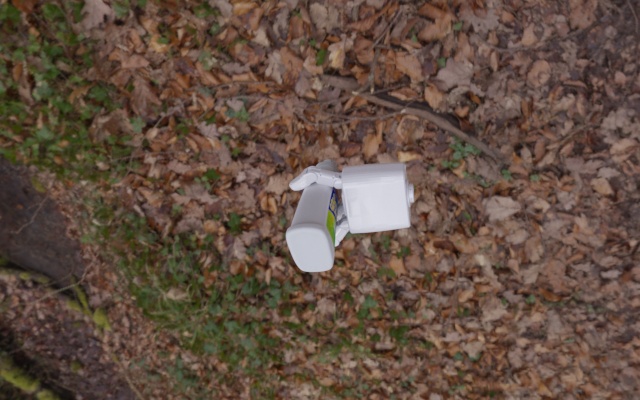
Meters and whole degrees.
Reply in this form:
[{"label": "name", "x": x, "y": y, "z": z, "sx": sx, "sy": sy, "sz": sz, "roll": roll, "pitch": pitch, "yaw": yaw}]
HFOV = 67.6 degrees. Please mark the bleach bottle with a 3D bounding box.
[{"label": "bleach bottle", "x": 0.000, "y": 0.003, "z": 0.846, "sx": 0.068, "sy": 0.103, "sz": 0.250, "roll": -5, "pitch": 39, "yaw": 14}]
